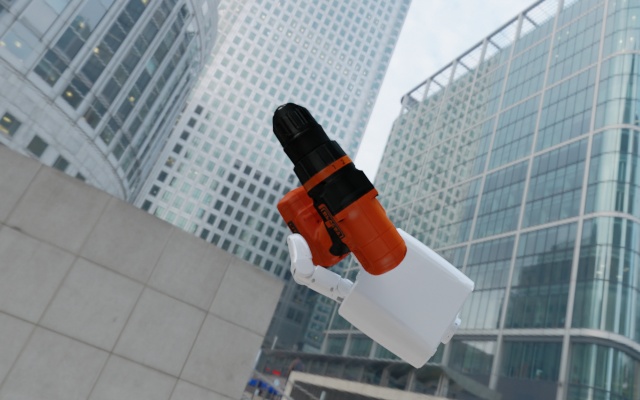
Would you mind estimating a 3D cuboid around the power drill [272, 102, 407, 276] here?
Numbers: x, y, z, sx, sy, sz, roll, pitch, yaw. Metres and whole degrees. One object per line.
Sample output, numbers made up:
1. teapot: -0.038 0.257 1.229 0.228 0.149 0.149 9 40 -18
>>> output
1. power drill: 0.000 0.002 0.511 0.057 0.184 0.188 -32 -4 -15
